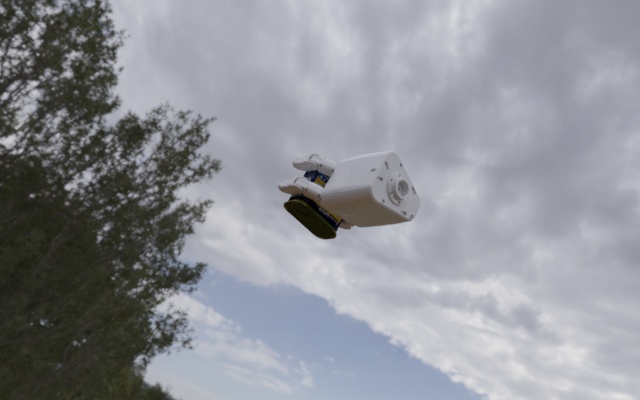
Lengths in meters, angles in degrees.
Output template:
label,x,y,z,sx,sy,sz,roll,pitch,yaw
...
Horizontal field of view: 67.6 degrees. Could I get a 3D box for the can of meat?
label,x,y,z,sx,sy,sz,roll,pitch,yaw
can of meat,0.000,0.002,0.814,0.102,0.084,0.057,43,-31,-24
